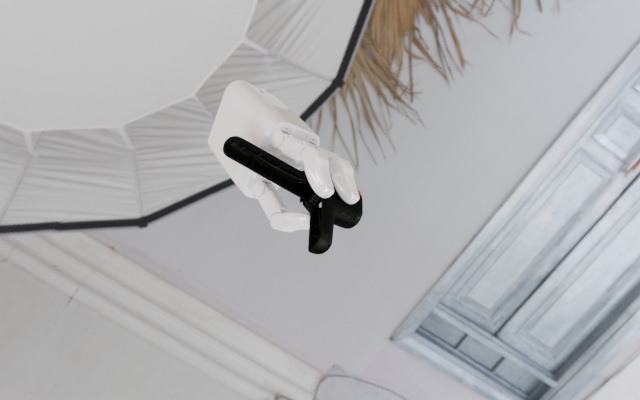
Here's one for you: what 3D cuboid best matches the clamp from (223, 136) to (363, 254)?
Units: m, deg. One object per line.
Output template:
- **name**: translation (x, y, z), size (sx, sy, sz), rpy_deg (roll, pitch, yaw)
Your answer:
- **clamp**: translation (0.000, 0.002, 0.554), size (0.210, 0.036, 0.164), rpy_deg (13, 33, -55)
